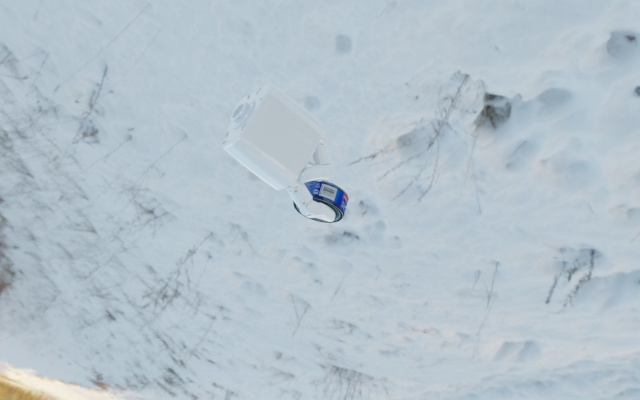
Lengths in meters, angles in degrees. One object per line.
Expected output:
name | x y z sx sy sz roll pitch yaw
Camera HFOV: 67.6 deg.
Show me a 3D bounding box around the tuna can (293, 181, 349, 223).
tuna can | 0.000 0.003 0.767 0.086 0.033 0.086 13 -26 7
